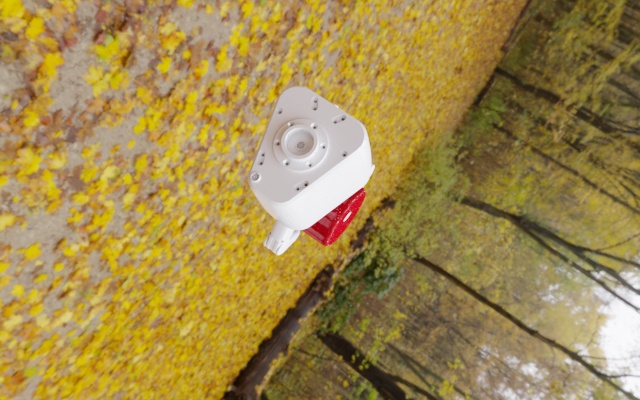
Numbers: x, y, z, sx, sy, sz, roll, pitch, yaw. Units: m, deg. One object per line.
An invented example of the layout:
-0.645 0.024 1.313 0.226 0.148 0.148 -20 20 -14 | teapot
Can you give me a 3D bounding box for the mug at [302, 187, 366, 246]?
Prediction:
0.000 0.002 0.571 0.081 0.093 0.117 35 -7 13 | mug
